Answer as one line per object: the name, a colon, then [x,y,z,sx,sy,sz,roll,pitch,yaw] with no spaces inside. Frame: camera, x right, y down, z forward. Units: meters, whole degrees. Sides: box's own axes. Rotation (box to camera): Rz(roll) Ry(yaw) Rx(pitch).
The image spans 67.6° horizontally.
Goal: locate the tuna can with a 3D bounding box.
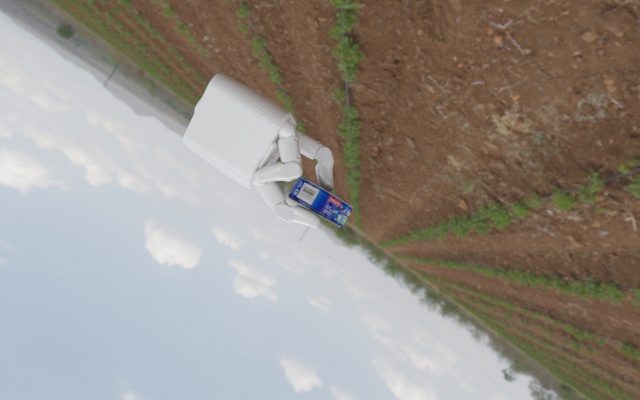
tuna can: [0.000,0.003,0.643,0.086,0.034,0.086,30,-2,1]
